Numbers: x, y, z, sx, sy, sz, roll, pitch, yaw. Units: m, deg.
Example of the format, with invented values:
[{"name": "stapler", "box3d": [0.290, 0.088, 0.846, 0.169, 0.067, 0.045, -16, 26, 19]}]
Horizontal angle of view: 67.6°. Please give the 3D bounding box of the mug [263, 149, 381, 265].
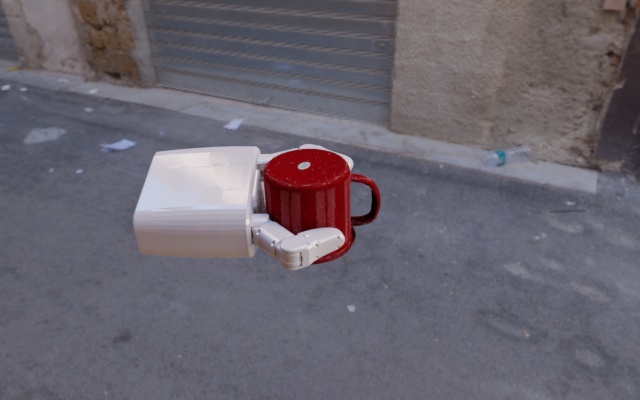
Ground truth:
[{"name": "mug", "box3d": [0.002, 0.001, 0.462, 0.117, 0.081, 0.093, -1, 31, 1]}]
